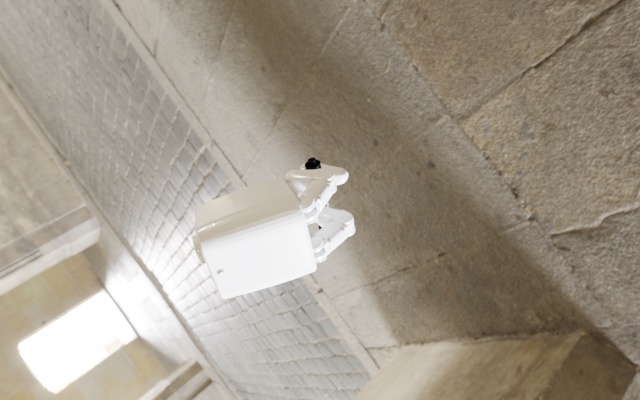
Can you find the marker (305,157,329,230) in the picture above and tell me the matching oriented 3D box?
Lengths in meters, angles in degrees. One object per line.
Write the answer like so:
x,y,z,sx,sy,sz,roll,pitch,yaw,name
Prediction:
0.000,0.002,0.577,0.020,0.121,0.020,-8,35,6,marker
